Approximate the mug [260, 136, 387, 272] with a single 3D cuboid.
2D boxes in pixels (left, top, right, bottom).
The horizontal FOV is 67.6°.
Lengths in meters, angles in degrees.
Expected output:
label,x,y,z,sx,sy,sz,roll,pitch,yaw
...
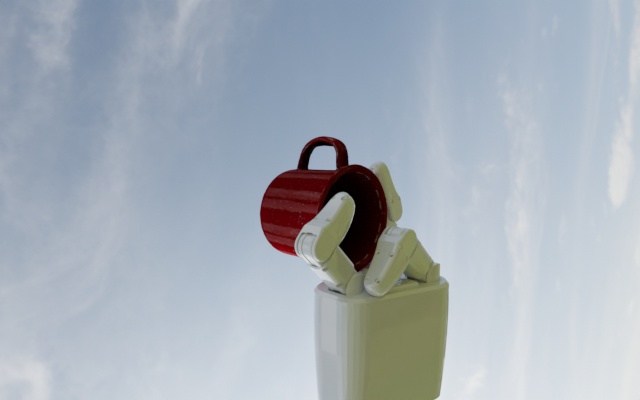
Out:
label,x,y,z,sx,sy,sz,roll,pitch,yaw
mug,0.000,0.000,0.428,0.081,0.117,0.093,6,9,44
